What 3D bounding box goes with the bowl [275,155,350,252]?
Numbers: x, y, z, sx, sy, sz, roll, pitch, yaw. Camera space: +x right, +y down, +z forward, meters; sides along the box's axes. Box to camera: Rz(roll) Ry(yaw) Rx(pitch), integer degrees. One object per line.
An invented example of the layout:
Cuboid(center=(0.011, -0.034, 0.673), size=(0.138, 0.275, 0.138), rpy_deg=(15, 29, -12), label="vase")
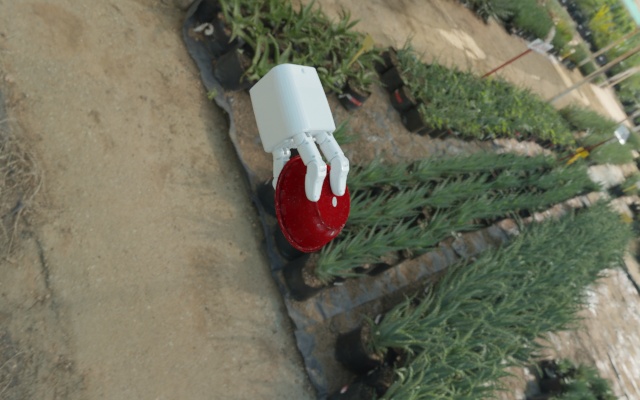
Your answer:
Cuboid(center=(0.001, 0.004, 0.767), size=(0.055, 0.162, 0.162), rpy_deg=(-5, -3, 37), label="bowl")
